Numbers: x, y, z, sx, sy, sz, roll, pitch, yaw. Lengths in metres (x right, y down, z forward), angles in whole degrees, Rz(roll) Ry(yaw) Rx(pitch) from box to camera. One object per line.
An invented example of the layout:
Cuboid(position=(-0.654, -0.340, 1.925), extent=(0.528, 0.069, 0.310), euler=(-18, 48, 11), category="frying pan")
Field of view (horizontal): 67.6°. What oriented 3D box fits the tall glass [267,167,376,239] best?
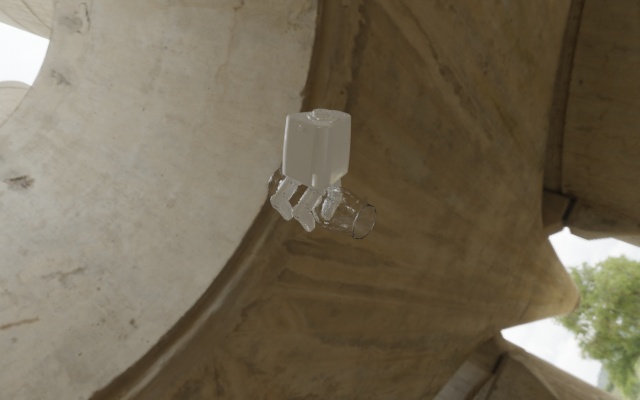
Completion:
Cuboid(position=(0.000, 0.003, 0.843), extent=(0.201, 0.079, 0.079), euler=(25, 15, 36), category="tall glass")
